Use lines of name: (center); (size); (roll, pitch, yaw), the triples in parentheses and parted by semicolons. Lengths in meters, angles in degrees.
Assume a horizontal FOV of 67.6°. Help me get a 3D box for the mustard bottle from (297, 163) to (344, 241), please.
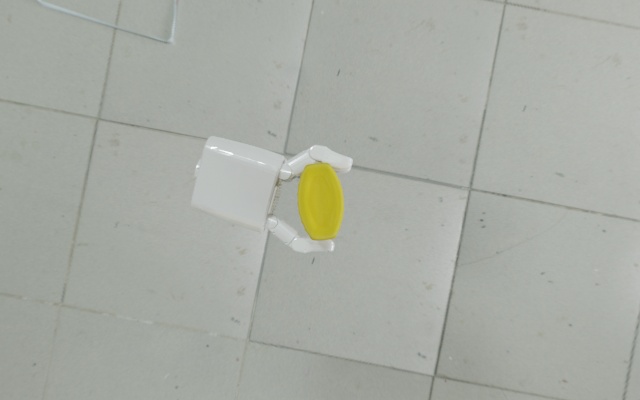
mustard bottle: (0.000, 0.002, 0.674); (0.058, 0.096, 0.191); (-7, -1, 0)
